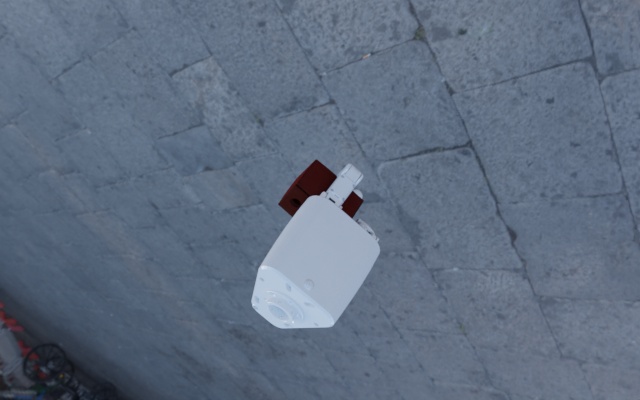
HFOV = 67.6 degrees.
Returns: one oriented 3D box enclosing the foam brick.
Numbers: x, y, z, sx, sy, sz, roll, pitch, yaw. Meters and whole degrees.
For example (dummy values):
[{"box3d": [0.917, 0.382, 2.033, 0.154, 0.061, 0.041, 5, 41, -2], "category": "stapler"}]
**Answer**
[{"box3d": [0.000, 0.002, 0.562, 0.051, 0.078, 0.053, -53, 6, -37], "category": "foam brick"}]
